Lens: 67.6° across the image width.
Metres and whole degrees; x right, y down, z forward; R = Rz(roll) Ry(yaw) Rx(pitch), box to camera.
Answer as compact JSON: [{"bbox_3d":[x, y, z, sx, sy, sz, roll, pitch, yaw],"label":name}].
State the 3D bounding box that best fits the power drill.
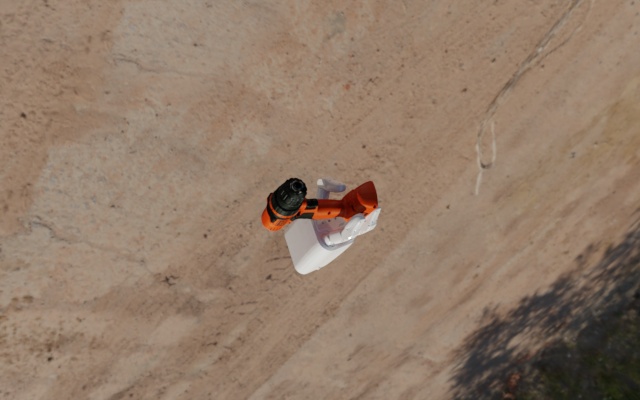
[{"bbox_3d":[0.000,0.003,0.829,0.187,0.057,0.184,-2,-17,-20],"label":"power drill"}]
